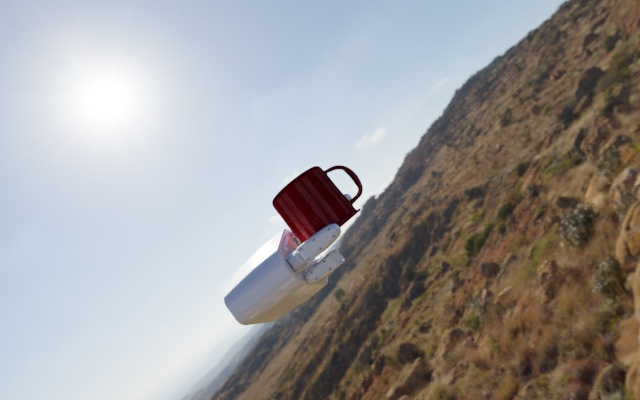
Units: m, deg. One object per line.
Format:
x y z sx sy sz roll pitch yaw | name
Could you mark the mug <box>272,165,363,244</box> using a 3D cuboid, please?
0.001 0.001 0.617 0.117 0.081 0.093 -40 -5 13 | mug
